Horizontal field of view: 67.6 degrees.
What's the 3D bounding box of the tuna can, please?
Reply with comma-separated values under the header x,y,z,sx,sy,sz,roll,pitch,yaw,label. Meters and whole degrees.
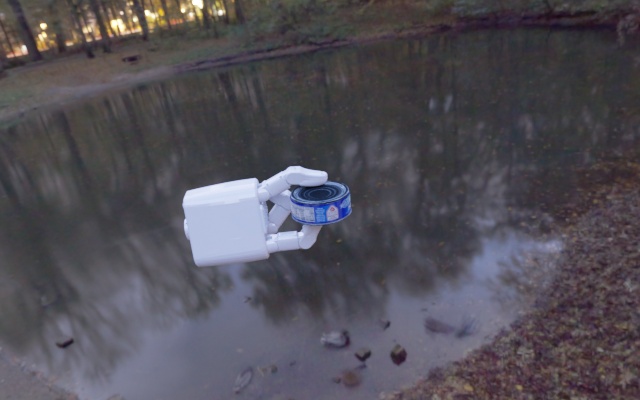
x,y,z,sx,sy,sz,roll,pitch,yaw,label
0.000,0.002,0.673,0.086,0.034,0.086,-4,23,2,tuna can
